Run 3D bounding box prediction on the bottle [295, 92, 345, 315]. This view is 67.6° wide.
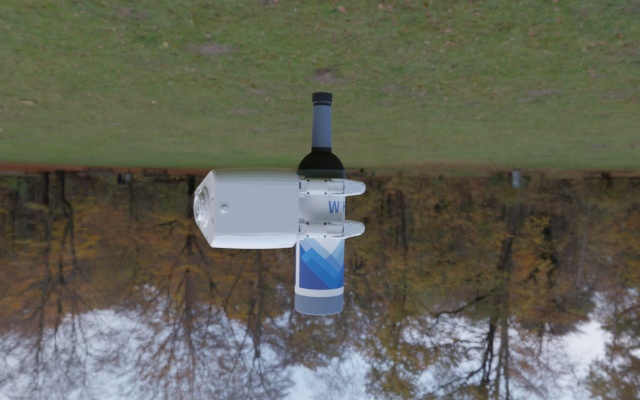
[{"bbox_3d":[0.000,0.002,0.653,0.069,0.296,0.069,1,2,0],"label":"bottle"}]
